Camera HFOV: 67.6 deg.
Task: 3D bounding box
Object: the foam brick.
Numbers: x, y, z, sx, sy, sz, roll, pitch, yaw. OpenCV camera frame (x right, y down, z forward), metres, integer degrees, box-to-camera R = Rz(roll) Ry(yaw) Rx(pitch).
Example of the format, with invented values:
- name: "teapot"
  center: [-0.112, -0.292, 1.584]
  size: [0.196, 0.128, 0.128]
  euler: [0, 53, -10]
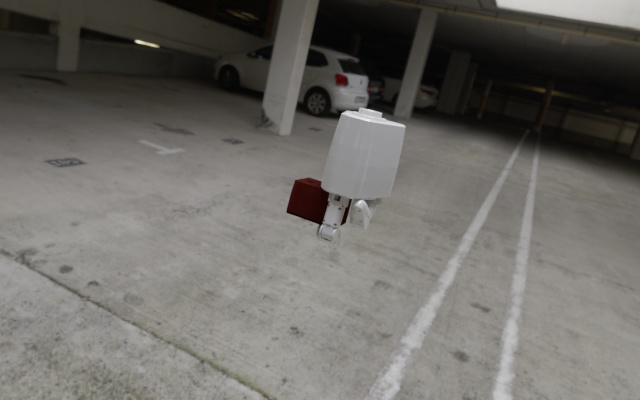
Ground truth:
- name: "foam brick"
  center: [0.000, 0.002, 0.693]
  size: [0.078, 0.051, 0.053]
  euler: [19, 15, 20]
